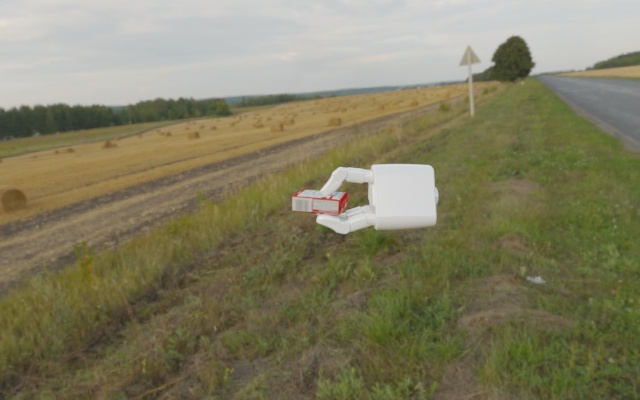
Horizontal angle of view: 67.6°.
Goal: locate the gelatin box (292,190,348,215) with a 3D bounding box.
[{"bbox_3d":[0.000,0.002,0.862,0.089,0.030,0.073,5,12,12],"label":"gelatin box"}]
